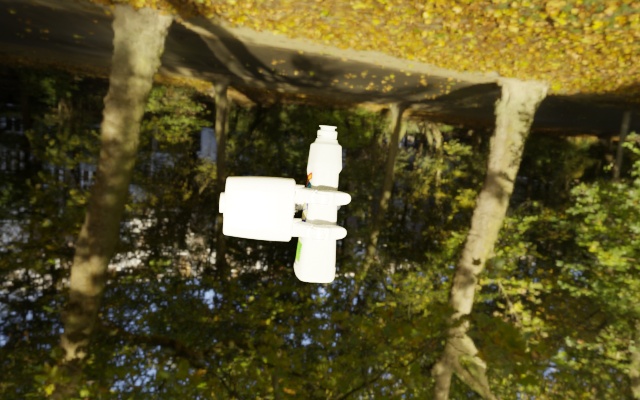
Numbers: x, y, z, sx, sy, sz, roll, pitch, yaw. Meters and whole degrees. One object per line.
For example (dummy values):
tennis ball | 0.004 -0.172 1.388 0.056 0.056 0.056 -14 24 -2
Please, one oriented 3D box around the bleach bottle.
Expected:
bleach bottle | 0.000 0.003 0.797 0.068 0.251 0.102 4 8 -7
